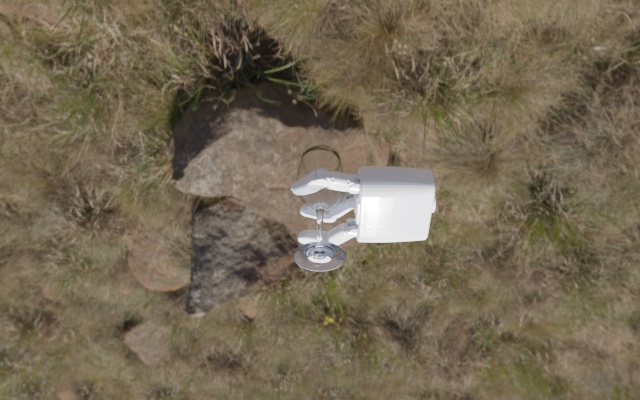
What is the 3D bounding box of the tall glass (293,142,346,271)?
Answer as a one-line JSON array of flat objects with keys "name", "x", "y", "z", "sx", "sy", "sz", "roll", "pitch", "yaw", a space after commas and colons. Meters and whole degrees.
[{"name": "tall glass", "x": 0.000, "y": 0.003, "z": 0.726, "sx": 0.079, "sy": 0.200, "sz": 0.079, "roll": 0, "pitch": -39, "yaw": 0}]
